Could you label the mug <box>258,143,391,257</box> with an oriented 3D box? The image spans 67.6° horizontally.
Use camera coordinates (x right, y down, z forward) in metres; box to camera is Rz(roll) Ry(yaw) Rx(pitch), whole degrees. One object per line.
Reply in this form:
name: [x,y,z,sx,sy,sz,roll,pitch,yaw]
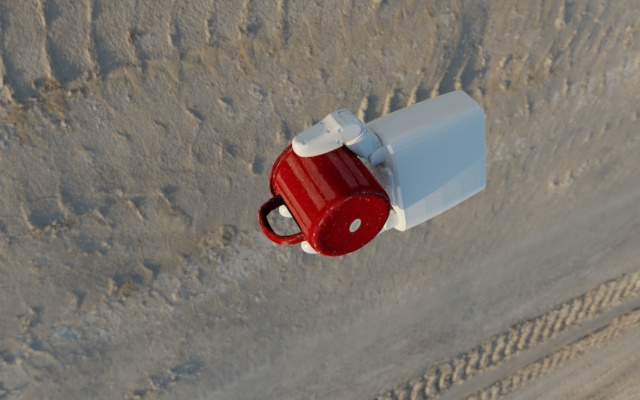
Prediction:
mug: [-0.001,0.002,0.434,0.117,0.081,0.093,-25,-40,-11]
